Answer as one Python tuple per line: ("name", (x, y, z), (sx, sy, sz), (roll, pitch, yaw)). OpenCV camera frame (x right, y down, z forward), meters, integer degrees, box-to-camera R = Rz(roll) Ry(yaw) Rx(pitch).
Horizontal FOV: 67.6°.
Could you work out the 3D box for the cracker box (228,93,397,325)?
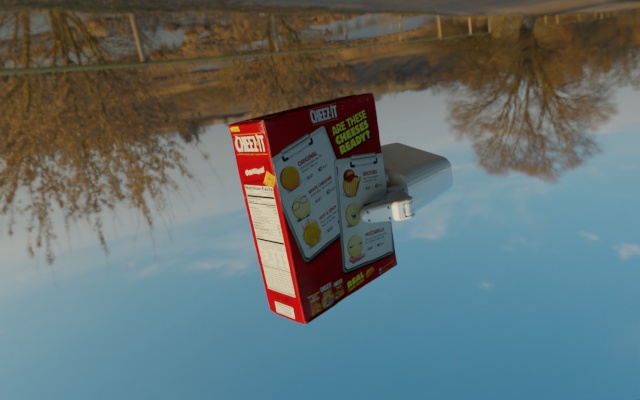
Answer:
("cracker box", (0.000, 0.002, 0.535), (0.164, 0.214, 0.072), (-23, 19, -41))
